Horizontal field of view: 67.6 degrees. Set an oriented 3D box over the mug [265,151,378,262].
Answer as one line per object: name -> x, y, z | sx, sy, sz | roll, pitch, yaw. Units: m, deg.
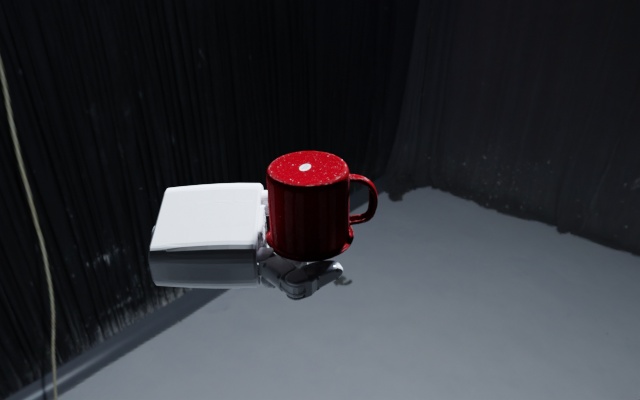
mug -> 0.002, 0.001, 0.483 | 0.117, 0.081, 0.093 | -2, 31, -2
